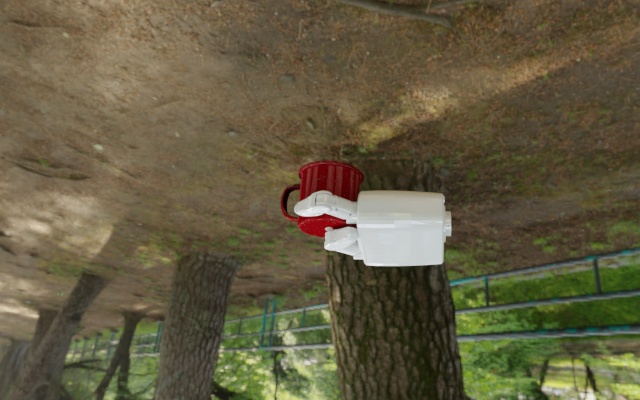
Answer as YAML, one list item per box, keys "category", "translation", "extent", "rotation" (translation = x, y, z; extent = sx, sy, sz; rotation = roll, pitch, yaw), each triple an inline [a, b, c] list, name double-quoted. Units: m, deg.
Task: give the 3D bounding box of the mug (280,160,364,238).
- category: "mug"
  translation: [-0.001, 0.002, 0.659]
  extent: [0.117, 0.081, 0.093]
  rotation: [-1, -23, 14]
